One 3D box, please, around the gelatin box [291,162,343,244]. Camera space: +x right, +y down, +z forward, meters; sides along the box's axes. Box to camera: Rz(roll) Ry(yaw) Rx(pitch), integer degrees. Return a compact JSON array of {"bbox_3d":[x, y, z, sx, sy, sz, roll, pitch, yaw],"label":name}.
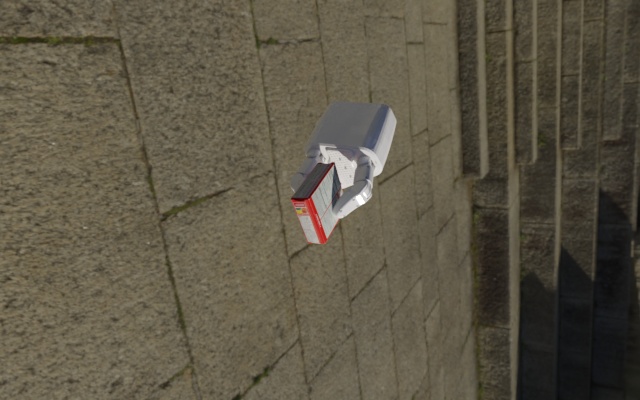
[{"bbox_3d":[0.000,0.002,0.634,0.030,0.073,0.089,0,36,28],"label":"gelatin box"}]
